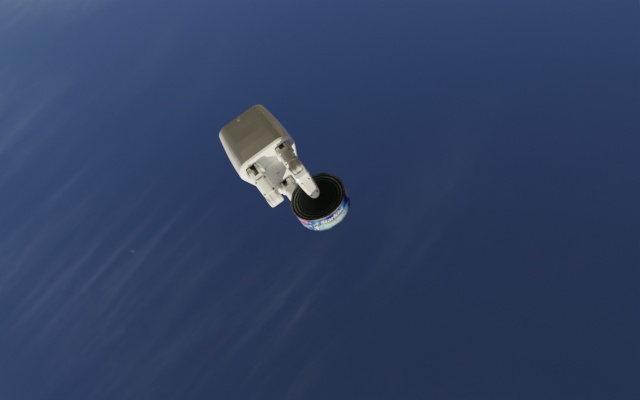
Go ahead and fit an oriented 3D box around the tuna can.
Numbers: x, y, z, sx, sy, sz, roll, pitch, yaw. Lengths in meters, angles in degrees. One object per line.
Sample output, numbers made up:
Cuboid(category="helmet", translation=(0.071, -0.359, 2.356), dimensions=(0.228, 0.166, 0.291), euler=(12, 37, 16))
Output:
Cuboid(category="tuna can", translation=(0.000, 0.003, 0.723), dimensions=(0.086, 0.086, 0.034), euler=(0, -33, 24))
